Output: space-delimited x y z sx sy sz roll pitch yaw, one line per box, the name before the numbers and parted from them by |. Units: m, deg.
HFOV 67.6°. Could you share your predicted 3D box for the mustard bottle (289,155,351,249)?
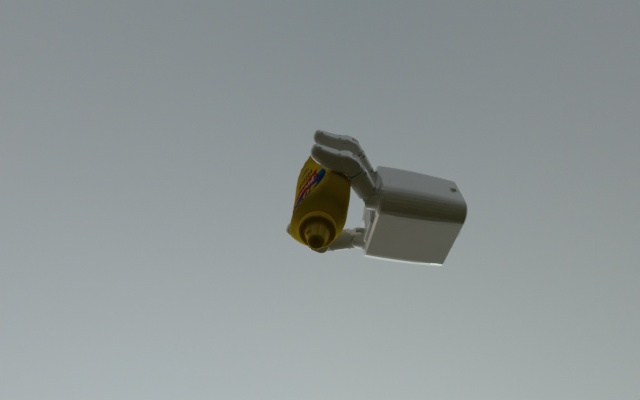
mustard bottle | 0.000 0.002 0.576 0.058 0.096 0.191 31 23 -12
